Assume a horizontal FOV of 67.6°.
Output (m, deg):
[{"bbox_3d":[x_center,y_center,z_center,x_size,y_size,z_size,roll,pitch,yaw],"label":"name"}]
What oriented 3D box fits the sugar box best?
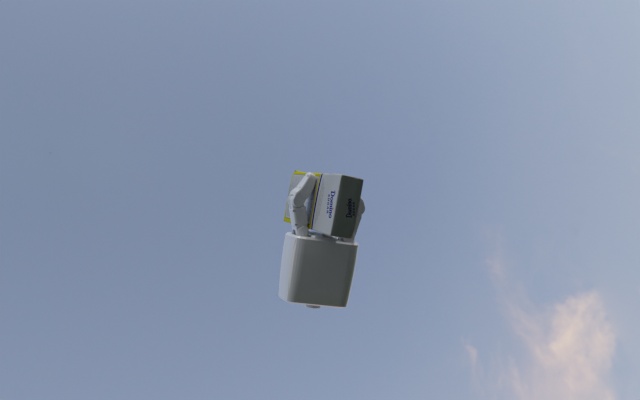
[{"bbox_3d":[0.001,0.003,0.771,0.048,0.093,0.176,11,1,-30],"label":"sugar box"}]
